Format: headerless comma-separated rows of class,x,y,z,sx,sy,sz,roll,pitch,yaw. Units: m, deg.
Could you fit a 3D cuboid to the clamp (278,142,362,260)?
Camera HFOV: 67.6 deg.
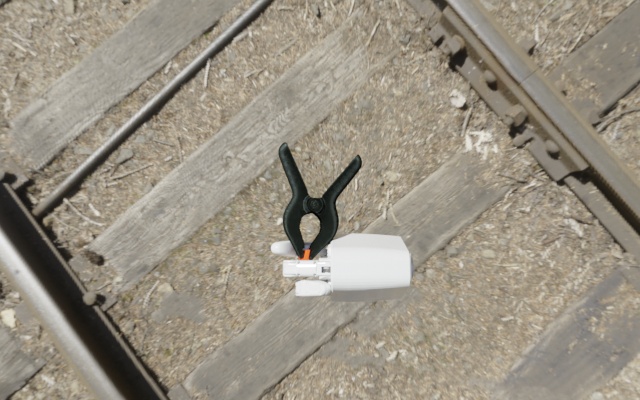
clamp,0.000,0.002,0.677,0.120,0.171,0.039,0,-4,0
